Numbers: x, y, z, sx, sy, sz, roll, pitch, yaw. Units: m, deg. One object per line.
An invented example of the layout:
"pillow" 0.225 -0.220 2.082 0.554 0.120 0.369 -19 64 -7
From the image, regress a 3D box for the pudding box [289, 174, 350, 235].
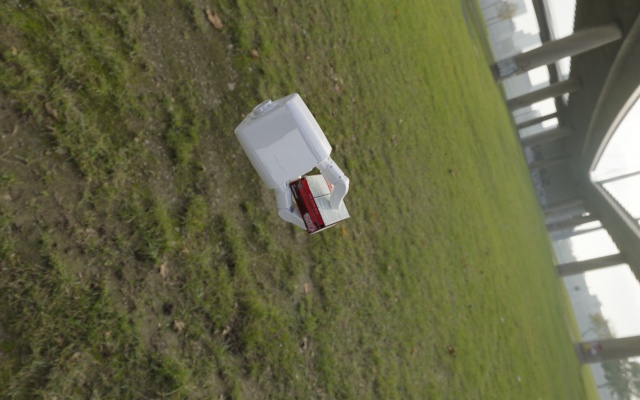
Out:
"pudding box" 0.000 0.003 0.802 0.039 0.090 0.113 -23 -4 27
